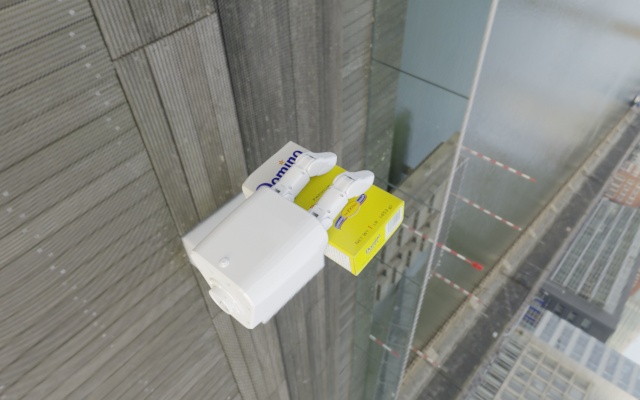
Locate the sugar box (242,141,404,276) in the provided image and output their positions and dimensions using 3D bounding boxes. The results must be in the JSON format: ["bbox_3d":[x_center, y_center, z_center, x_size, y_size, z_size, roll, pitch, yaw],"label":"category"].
[{"bbox_3d":[0.000,0.002,0.561,0.176,0.093,0.048,31,-28,27],"label":"sugar box"}]
